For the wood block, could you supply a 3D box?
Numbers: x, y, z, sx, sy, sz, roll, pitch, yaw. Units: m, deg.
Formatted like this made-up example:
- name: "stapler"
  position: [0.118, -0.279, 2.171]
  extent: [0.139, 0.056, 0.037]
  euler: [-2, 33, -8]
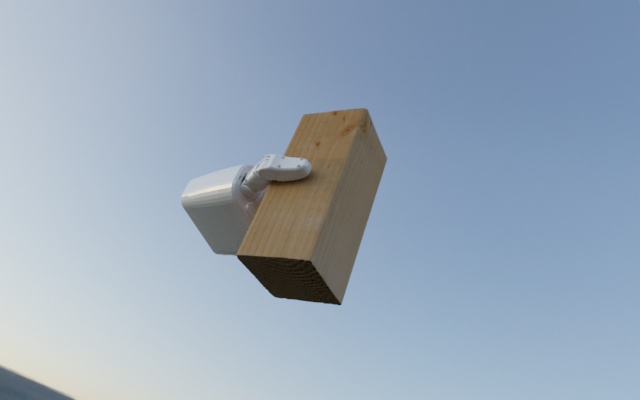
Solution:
- name: "wood block"
  position: [0.000, 0.001, 0.541]
  extent: [0.090, 0.206, 0.091]
  euler: [0, -38, 29]
